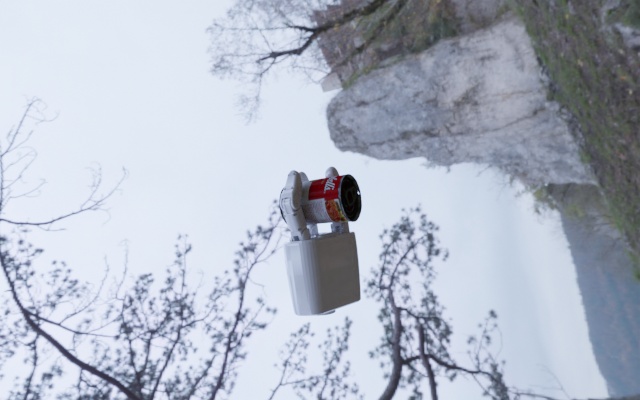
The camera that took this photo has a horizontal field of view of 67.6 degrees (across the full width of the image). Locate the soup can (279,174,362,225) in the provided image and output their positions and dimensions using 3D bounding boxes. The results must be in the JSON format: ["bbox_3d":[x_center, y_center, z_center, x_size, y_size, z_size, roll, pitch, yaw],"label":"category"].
[{"bbox_3d":[0.000,0.002,0.693,0.102,0.068,0.068,-8,-4,29],"label":"soup can"}]
